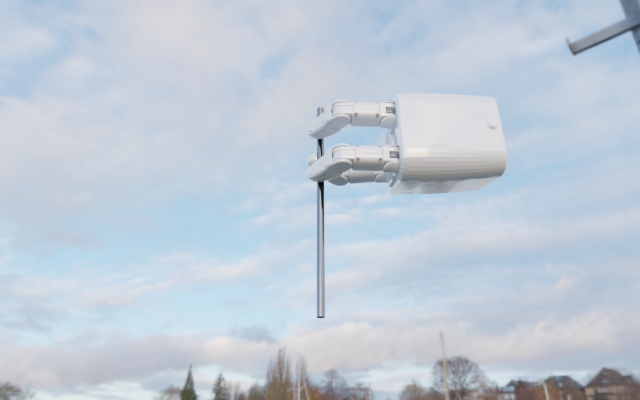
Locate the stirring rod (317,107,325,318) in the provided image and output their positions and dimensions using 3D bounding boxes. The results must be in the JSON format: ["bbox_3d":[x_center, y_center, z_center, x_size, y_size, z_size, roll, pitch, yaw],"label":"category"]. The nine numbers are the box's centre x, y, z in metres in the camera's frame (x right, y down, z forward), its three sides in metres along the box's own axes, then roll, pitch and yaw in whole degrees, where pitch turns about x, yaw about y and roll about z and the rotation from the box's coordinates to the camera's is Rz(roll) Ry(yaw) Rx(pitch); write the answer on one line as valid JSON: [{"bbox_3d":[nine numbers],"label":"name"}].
[{"bbox_3d":[0.000,0.002,0.499,0.011,0.239,0.011,0,-27,0],"label":"stirring rod"}]
